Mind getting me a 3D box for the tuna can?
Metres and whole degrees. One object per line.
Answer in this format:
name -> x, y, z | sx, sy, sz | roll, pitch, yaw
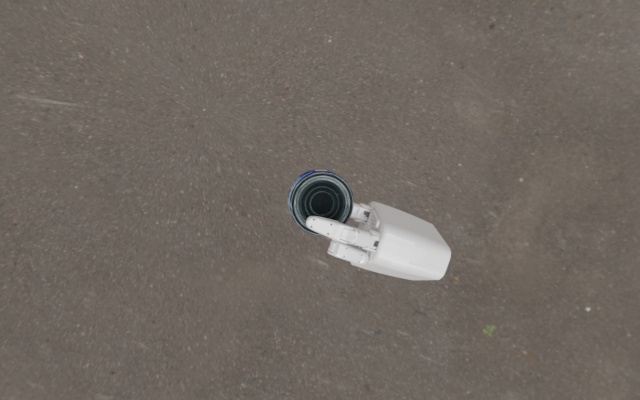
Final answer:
tuna can -> 0.000, 0.002, 0.630 | 0.086, 0.086, 0.033 | 0, 9, -8
